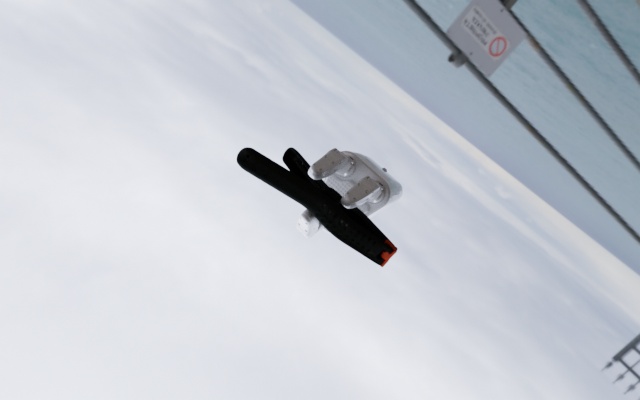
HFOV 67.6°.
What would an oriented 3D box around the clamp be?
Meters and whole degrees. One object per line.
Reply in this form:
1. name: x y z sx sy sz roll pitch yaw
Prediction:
1. clamp: 0.000 0.003 0.573 0.210 0.036 0.164 42 16 14
